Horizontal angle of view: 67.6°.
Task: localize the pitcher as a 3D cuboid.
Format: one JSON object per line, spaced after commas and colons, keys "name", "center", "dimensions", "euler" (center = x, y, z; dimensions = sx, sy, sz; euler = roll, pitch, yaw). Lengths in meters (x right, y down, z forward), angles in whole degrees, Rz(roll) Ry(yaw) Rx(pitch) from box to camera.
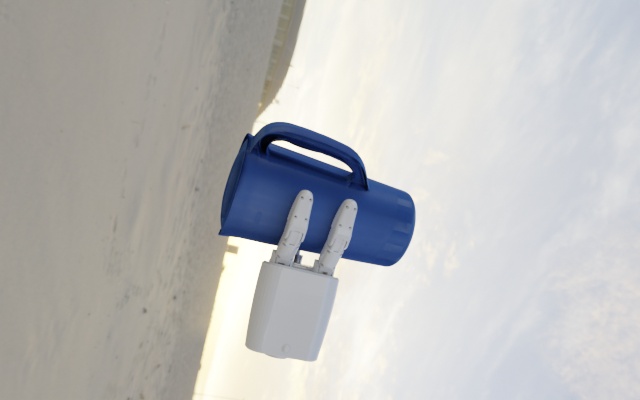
{"name": "pitcher", "center": [0.000, 0.002, 0.618], "dimensions": [0.243, 0.145, 0.149], "euler": [15, -6, -15]}
